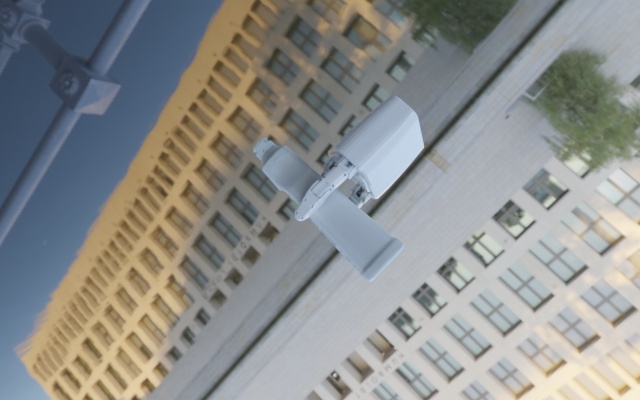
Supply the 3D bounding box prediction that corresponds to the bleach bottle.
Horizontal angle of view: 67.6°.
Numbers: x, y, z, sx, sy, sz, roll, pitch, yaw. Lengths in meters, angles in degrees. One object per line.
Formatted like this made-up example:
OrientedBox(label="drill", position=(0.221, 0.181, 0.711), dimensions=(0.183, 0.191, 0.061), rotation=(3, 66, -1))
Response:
OrientedBox(label="bleach bottle", position=(0.000, 0.002, 0.662), dimensions=(0.251, 0.068, 0.102), rotation=(44, -6, 11))
